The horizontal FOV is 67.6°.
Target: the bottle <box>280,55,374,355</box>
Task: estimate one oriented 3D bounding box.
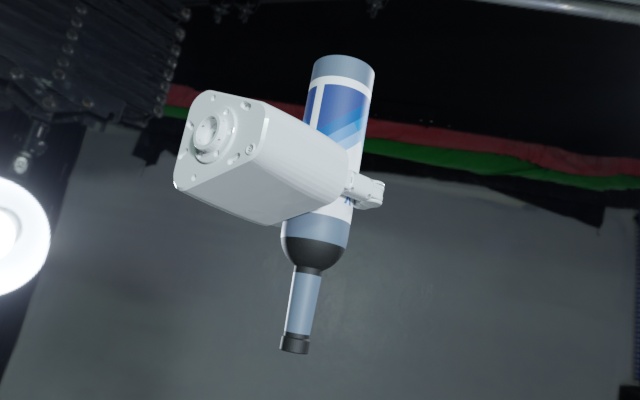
[{"bbox_3d":[0.000,0.001,0.482,0.069,0.295,0.069,10,-13,2],"label":"bottle"}]
